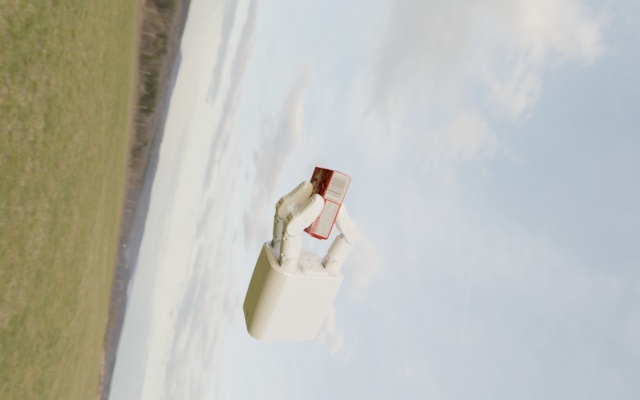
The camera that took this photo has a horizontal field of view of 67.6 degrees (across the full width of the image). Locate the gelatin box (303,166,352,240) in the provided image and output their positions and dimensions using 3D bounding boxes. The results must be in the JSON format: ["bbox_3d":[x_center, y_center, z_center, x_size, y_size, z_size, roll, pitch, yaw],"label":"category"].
[{"bbox_3d":[0.001,0.002,0.630,0.030,0.089,0.073,21,0,-21],"label":"gelatin box"}]
